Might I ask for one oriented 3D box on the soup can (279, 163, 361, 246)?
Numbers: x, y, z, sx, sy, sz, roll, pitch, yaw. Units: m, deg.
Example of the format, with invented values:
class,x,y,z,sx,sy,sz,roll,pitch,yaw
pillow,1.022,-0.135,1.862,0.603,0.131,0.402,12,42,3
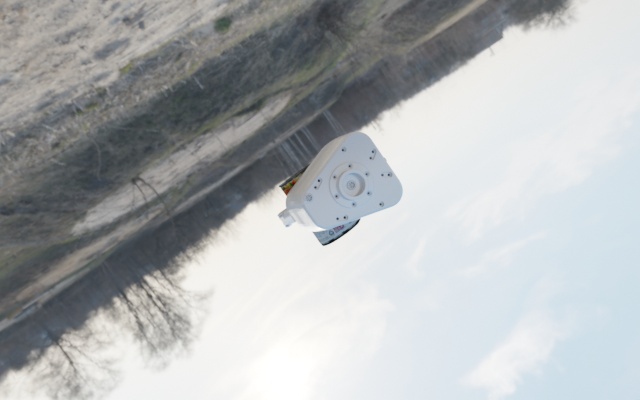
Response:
class,x,y,z,sx,sy,sz,roll,pitch,yaw
soup can,0.000,0.002,0.650,0.068,0.102,0.068,-35,5,4
